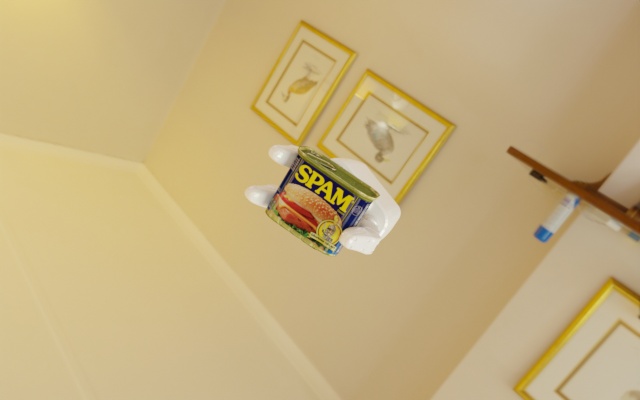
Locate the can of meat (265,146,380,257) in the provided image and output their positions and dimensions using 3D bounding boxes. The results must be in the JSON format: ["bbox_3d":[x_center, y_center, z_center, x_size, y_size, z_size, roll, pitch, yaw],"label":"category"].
[{"bbox_3d":[0.000,0.002,0.534,0.102,0.084,0.057,35,15,10],"label":"can of meat"}]
